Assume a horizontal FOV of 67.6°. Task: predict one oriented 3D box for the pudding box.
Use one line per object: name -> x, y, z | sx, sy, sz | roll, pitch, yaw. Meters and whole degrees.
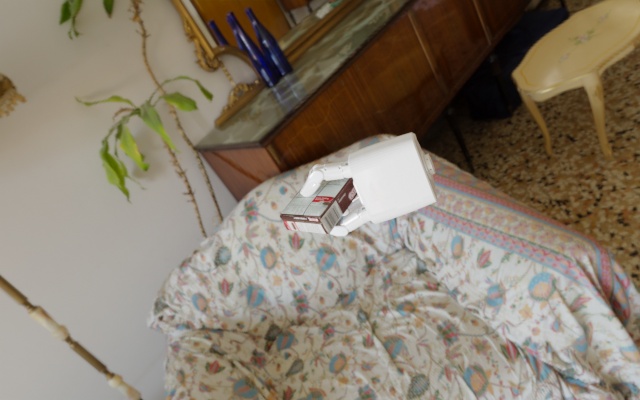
pudding box -> 0.000, 0.002, 0.785 | 0.090, 0.039, 0.113 | 2, 40, 40
